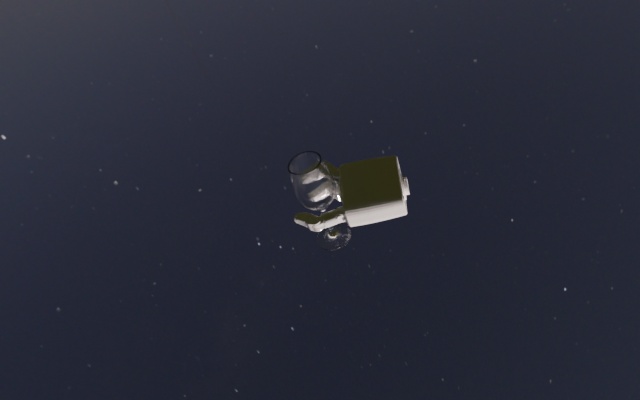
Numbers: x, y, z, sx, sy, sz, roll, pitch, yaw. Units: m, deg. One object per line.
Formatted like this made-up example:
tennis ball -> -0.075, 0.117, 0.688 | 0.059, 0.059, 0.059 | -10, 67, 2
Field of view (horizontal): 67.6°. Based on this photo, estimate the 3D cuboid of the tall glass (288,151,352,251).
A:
tall glass -> 0.000, 0.003, 0.893 | 0.079, 0.079, 0.201 | 0, -43, 23
